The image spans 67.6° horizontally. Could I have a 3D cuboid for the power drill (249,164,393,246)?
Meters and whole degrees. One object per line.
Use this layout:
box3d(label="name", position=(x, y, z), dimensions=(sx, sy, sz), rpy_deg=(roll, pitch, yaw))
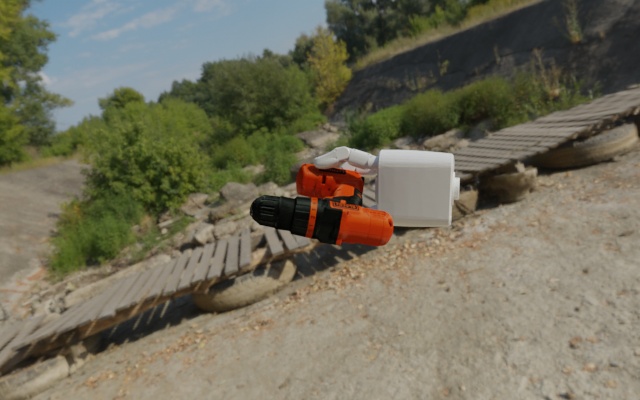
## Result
box3d(label="power drill", position=(0.000, 0.002, 0.676), dimensions=(0.184, 0.057, 0.187), rpy_deg=(11, 21, -5))
